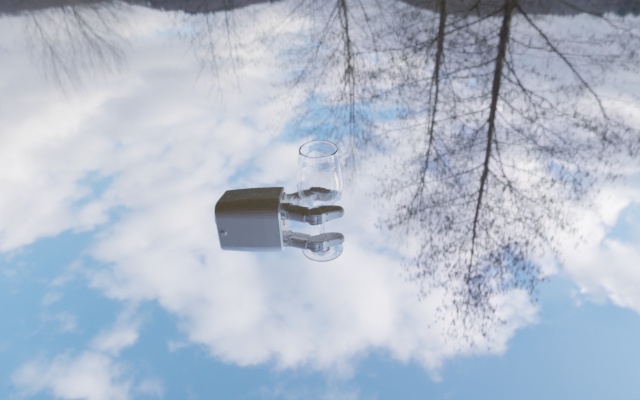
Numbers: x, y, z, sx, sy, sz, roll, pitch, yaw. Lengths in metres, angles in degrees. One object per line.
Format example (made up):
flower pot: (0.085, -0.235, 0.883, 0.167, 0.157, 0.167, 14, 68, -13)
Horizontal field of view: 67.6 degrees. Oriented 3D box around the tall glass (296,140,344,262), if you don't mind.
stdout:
tall glass: (0.000, 0.003, 0.802, 0.079, 0.201, 0.079, -2, 33, 1)
